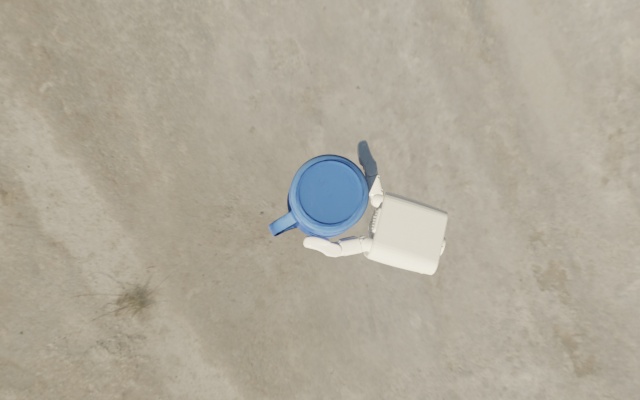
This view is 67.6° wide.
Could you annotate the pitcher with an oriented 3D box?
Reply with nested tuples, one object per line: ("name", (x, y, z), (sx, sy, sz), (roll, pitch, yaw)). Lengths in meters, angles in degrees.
("pitcher", (0.000, 0.002, 0.755), (0.145, 0.149, 0.243), (16, -3, -1))
